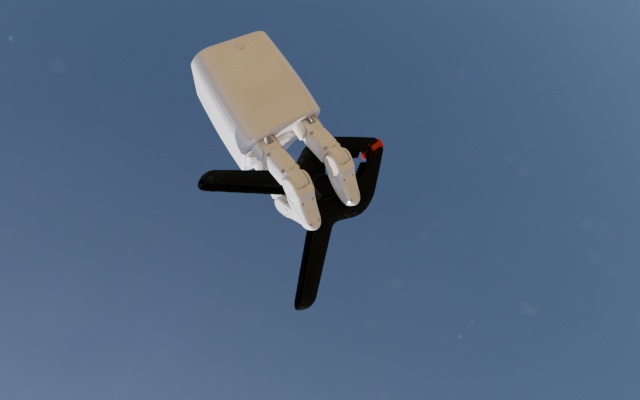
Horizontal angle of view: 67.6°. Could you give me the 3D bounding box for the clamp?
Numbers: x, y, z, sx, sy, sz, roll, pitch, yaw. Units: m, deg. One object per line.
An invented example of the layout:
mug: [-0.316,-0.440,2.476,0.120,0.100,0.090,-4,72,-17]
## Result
clamp: [0.000,0.001,0.509,0.210,0.164,0.036,-31,-2,-30]
